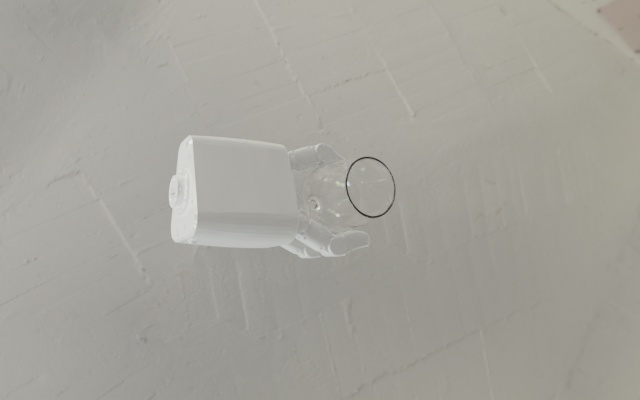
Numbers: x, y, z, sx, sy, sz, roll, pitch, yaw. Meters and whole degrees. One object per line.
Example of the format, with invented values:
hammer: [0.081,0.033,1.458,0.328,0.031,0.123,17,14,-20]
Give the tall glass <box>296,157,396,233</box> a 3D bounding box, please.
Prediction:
tall glass: [0.000,0.002,0.556,0.079,0.079,0.201,0,-9,-31]
